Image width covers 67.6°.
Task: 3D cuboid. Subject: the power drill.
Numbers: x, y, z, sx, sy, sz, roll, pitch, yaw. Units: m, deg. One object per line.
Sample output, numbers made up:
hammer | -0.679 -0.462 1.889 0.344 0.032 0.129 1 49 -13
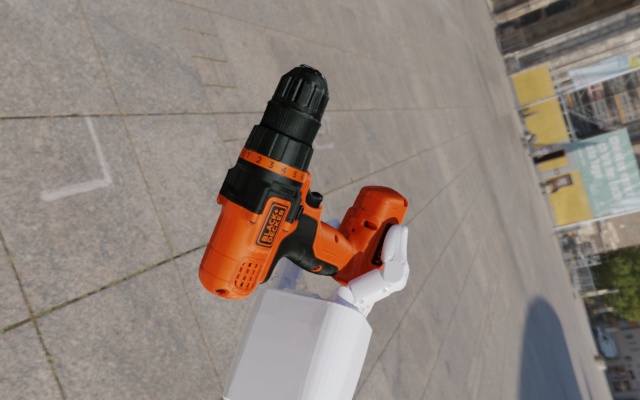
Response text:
power drill | 0.000 0.002 0.412 0.057 0.184 0.188 28 5 43
